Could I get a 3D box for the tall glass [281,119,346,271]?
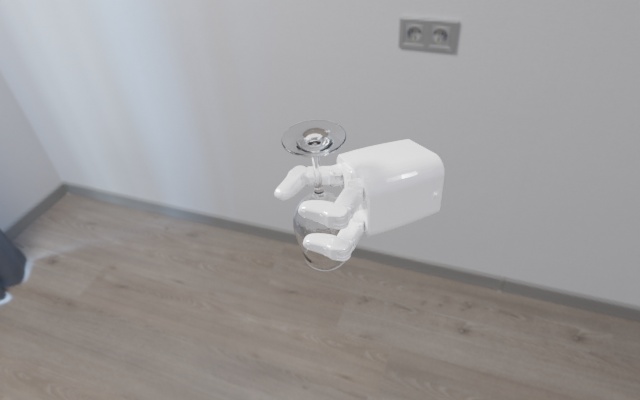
[{"bbox_3d":[0.000,0.001,0.608,0.079,0.201,0.079,-3,41,3],"label":"tall glass"}]
